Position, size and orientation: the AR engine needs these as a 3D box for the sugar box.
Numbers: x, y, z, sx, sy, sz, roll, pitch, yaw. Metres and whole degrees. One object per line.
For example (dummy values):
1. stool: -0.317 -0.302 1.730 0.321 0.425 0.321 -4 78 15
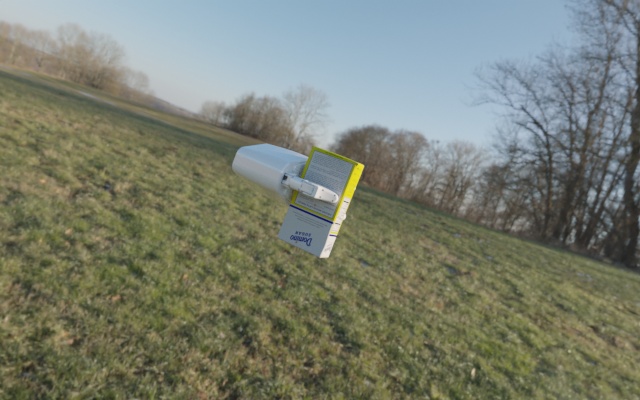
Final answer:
1. sugar box: 0.000 0.003 0.839 0.093 0.176 0.048 23 5 23
